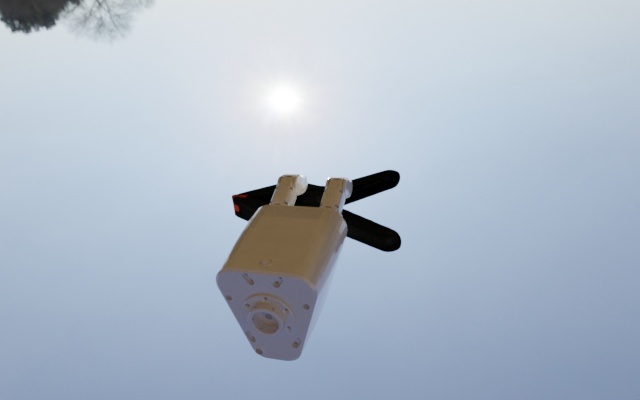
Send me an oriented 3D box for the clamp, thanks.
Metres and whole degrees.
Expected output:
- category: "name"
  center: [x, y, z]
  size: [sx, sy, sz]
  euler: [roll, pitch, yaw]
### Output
- category: "clamp"
  center: [0.000, 0.003, 0.577]
  size: [0.210, 0.036, 0.164]
  euler: [4, 28, 15]
